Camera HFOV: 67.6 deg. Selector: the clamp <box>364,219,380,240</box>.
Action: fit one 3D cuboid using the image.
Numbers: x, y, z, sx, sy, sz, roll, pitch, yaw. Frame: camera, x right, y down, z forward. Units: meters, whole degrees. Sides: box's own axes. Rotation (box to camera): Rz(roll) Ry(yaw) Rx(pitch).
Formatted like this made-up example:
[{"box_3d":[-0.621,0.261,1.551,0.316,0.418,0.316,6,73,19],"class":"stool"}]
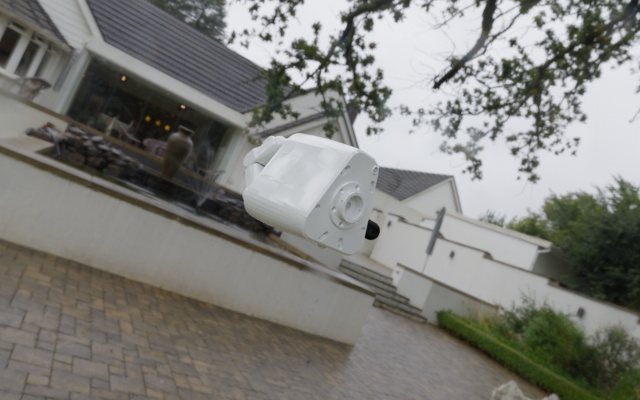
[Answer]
[{"box_3d":[0.000,0.001,0.625,0.171,0.039,0.120,27,-4,-42],"class":"clamp"}]
